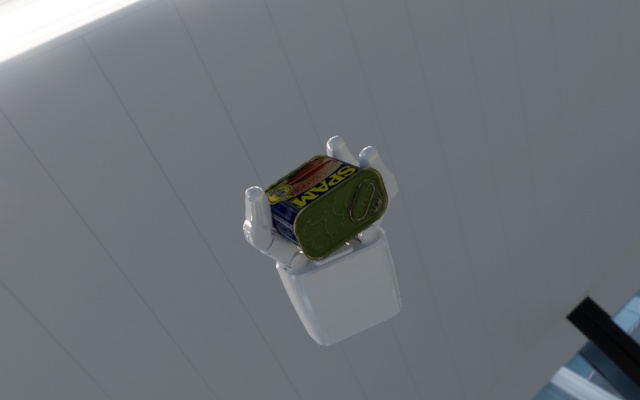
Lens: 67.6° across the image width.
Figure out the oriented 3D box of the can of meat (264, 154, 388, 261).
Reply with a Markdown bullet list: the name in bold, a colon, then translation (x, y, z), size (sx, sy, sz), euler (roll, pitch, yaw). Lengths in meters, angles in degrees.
- **can of meat**: translation (0.000, 0.001, 0.471), size (0.102, 0.057, 0.084), euler (-34, 31, -20)
